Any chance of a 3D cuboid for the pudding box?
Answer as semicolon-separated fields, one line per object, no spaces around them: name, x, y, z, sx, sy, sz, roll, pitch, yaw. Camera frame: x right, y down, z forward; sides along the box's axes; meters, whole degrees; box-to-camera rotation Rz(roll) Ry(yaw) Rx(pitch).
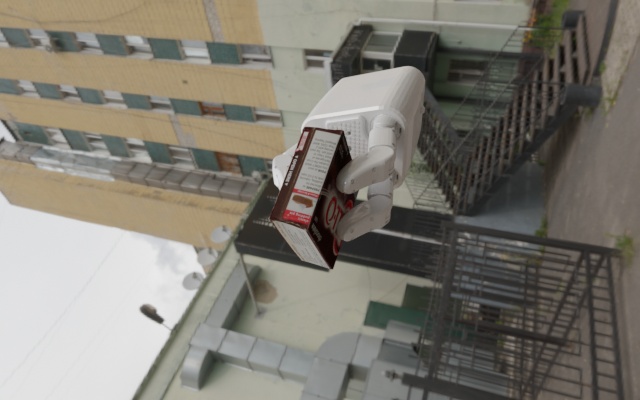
pudding box;0.000;0.001;0.420;0.039;0.090;0.113;12;-20;19
